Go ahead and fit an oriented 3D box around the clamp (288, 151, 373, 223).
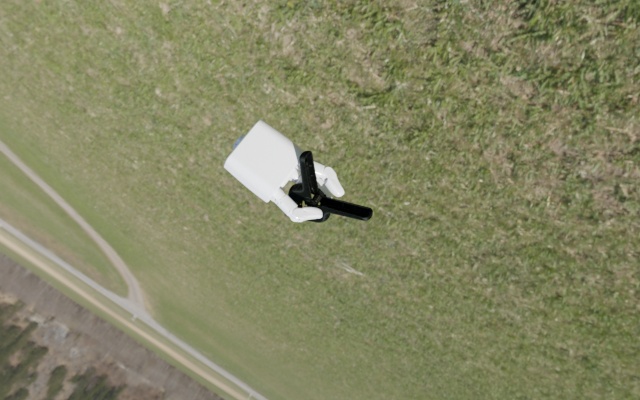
[{"bbox_3d":[-0.001,0.004,0.900,0.164,0.036,0.210,41,-28,-2],"label":"clamp"}]
